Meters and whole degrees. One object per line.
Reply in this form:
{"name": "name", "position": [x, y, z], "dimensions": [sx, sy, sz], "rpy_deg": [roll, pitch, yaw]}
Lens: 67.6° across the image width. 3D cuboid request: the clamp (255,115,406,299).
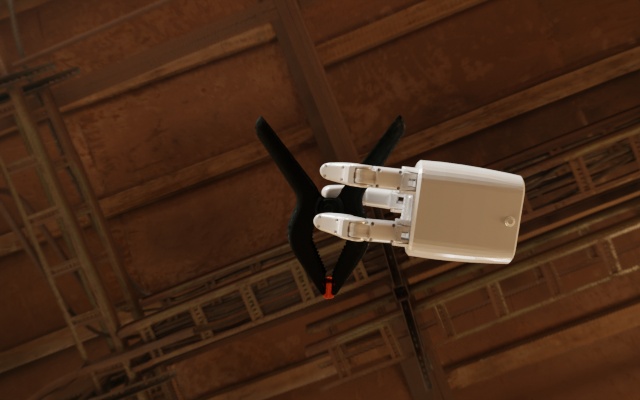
{"name": "clamp", "position": [0.000, 0.002, 0.535], "dimensions": [0.164, 0.210, 0.036], "rpy_deg": [7, 6, 5]}
